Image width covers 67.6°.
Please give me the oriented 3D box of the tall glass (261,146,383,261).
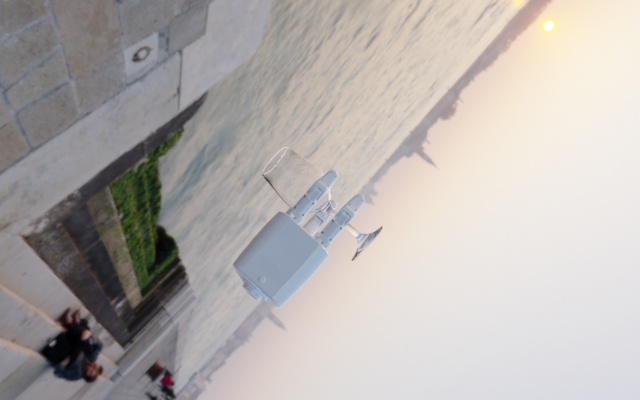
[{"bbox_3d":[0.001,0.003,0.758,0.201,0.079,0.079,42,2,3],"label":"tall glass"}]
